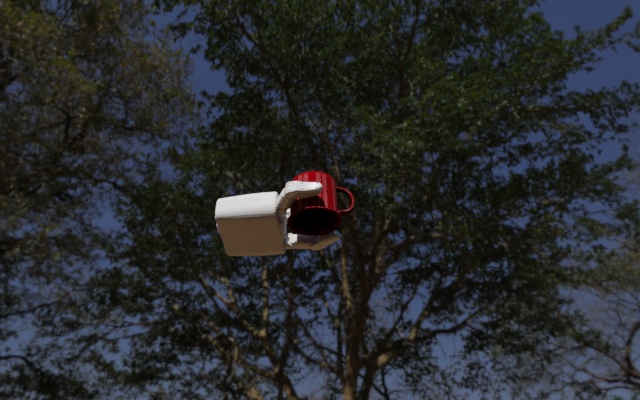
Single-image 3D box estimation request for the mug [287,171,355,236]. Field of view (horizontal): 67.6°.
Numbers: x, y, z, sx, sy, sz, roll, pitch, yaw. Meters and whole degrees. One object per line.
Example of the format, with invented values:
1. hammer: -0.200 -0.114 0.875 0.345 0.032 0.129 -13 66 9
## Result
1. mug: 0.002 0.002 0.826 0.117 0.081 0.093 -5 -34 2
